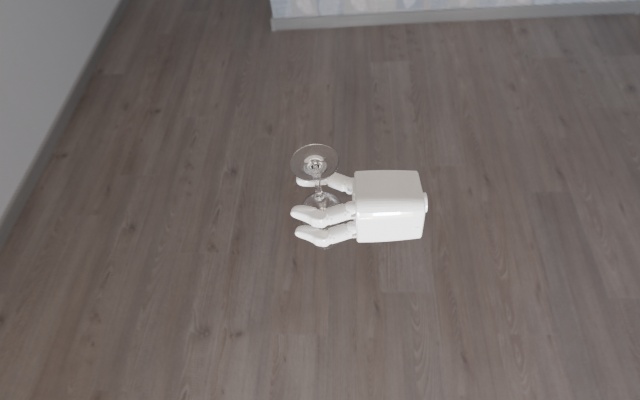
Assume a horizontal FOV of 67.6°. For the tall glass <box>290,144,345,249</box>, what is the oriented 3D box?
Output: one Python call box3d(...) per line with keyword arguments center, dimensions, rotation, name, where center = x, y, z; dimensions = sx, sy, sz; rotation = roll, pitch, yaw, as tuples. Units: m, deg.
box3d(center=(0.000, 0.002, 0.792), dimensions=(0.079, 0.079, 0.201), rotation=(0, -37, 6), name="tall glass")
